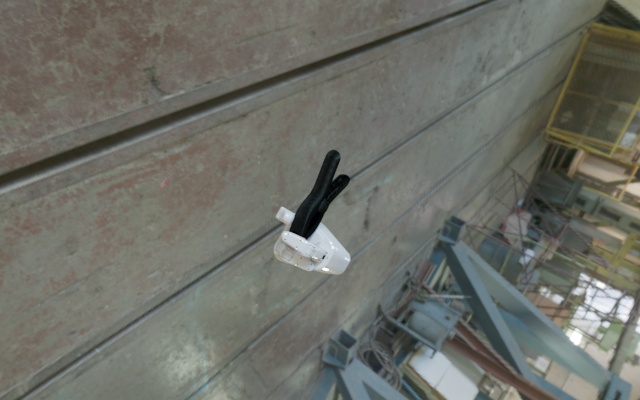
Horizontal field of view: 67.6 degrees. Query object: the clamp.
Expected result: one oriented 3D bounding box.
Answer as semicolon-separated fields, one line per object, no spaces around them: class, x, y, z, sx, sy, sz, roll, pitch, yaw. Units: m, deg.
clamp;0.001;0.003;0.834;0.039;0.171;0.120;30;-2;27
